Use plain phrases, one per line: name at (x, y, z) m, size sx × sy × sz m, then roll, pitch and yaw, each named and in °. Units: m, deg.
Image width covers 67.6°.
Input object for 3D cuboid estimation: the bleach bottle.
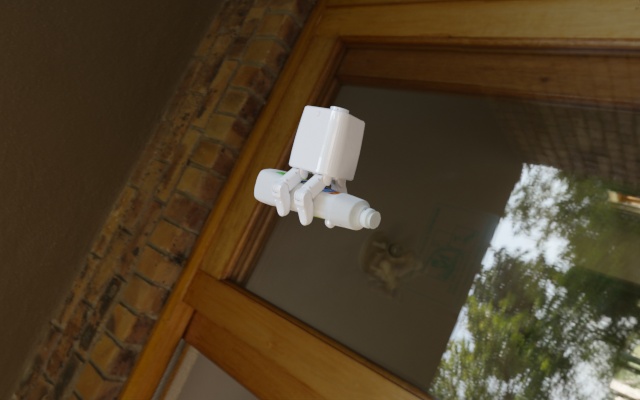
bleach bottle at (0.000, 0.003, 0.826) m, size 0.251 × 0.068 × 0.102 m, roll 18°, pitch 5°, yaw 41°
